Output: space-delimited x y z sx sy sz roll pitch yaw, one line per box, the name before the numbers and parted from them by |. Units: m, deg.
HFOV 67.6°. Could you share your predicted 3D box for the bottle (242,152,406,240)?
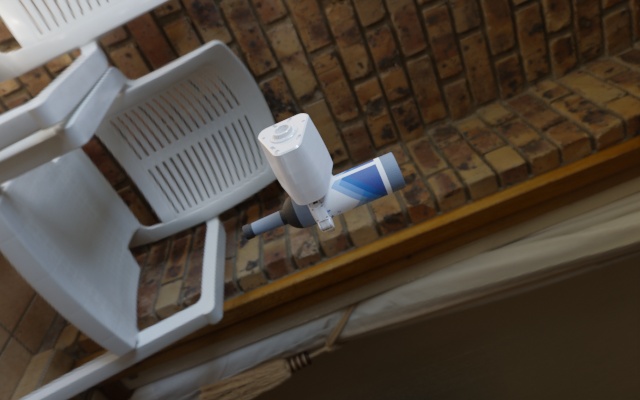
bottle | 0.000 0.003 0.844 0.296 0.069 0.069 -23 -3 6
